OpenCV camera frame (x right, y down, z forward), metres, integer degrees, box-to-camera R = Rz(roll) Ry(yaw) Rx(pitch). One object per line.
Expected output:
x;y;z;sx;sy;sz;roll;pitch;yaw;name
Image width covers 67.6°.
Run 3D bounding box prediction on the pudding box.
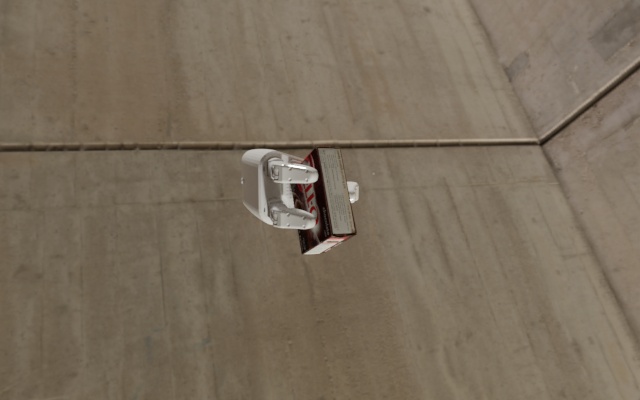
0.000;0.002;0.586;0.039;0.113;0.090;-4;-17;-26;pudding box
